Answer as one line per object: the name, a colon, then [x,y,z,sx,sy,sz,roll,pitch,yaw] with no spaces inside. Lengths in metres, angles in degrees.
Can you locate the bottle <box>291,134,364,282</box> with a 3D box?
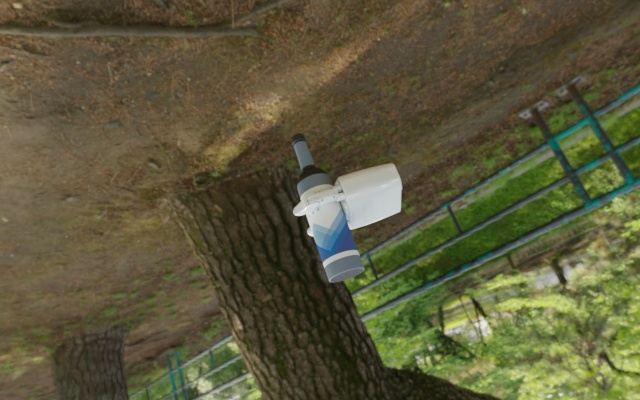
bottle: [0.000,0.003,0.893,0.069,0.295,0.069,-17,-22,-7]
